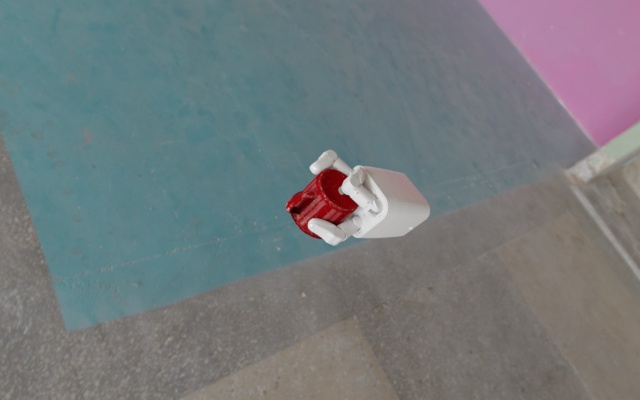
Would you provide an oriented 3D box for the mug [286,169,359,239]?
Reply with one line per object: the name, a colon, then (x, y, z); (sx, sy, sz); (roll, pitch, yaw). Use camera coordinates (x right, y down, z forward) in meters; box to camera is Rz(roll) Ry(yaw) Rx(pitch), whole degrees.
mug: (-0.001, 0.002, 0.760); (0.117, 0.093, 0.081); (2, -33, -37)
